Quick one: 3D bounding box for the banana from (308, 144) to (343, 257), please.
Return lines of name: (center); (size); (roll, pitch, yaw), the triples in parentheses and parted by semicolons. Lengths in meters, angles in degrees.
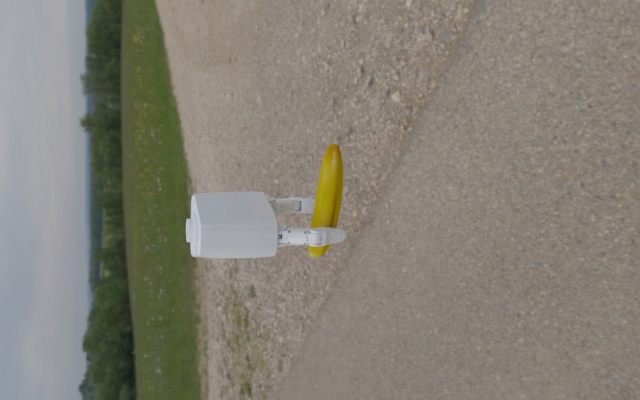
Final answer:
banana: (0.004, 0.016, 0.707); (0.037, 0.198, 0.069); (0, 35, -18)
